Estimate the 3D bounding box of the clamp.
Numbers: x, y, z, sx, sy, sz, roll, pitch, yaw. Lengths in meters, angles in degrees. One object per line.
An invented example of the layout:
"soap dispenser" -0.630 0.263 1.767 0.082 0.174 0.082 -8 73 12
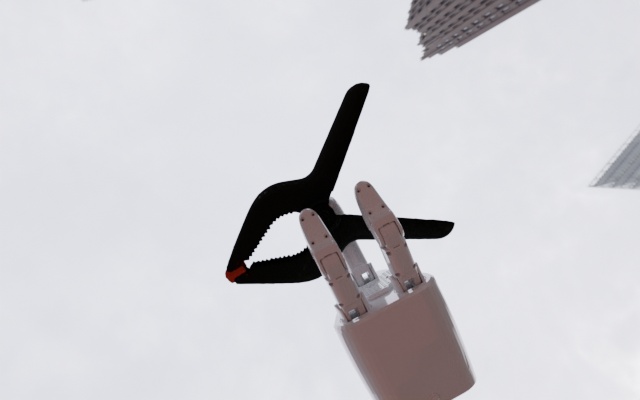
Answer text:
"clamp" 0.000 0.002 0.437 0.210 0.164 0.036 -27 4 -5
